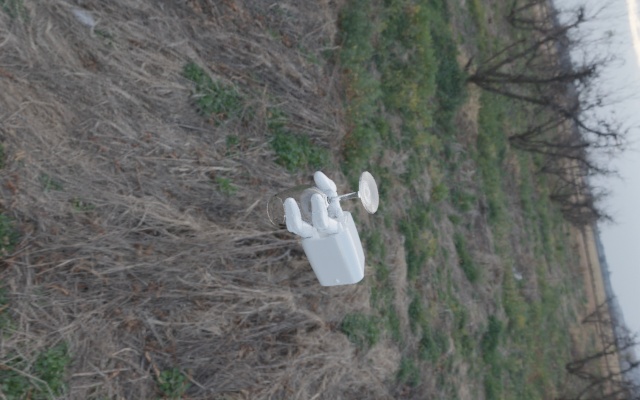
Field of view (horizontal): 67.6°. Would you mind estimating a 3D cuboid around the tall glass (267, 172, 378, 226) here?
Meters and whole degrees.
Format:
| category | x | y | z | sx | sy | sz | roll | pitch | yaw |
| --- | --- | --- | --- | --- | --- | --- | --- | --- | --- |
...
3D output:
| category | x | y | z | sx | sy | sz | roll | pitch | yaw |
| --- | --- | --- | --- | --- | --- | --- | --- | --- | --- |
| tall glass | 0.001 | 0.003 | 0.878 | 0.201 | 0.079 | 0.079 | -11 | -5 | 29 |
